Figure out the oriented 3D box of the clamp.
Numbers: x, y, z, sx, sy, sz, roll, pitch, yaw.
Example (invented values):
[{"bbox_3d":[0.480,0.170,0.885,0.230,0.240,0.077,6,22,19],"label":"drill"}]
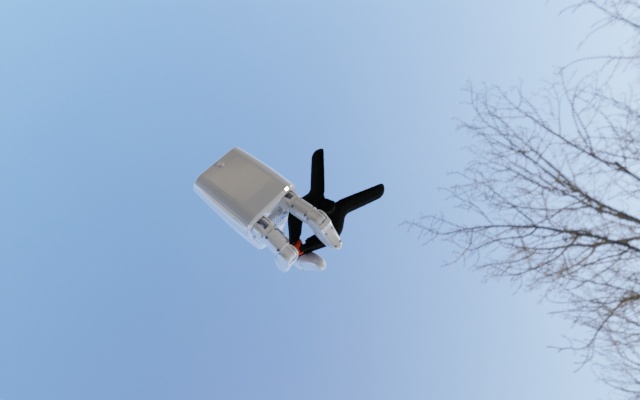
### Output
[{"bbox_3d":[0.000,0.003,0.687,0.120,0.171,0.039,36,-28,16],"label":"clamp"}]
